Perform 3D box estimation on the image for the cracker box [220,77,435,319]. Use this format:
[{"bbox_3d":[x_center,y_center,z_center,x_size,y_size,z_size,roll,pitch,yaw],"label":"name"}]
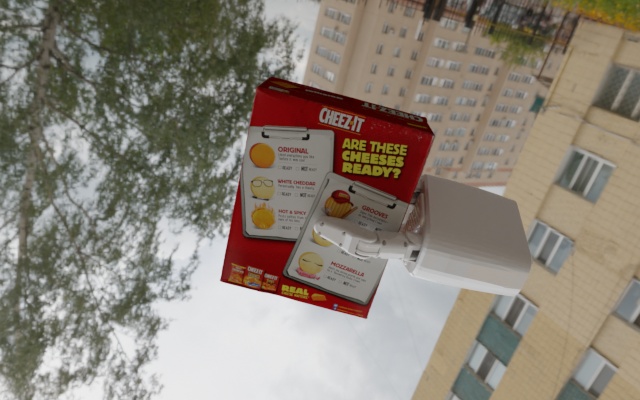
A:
[{"bbox_3d":[0.000,0.002,0.487,0.164,0.214,0.072,15,25,-1],"label":"cracker box"}]
